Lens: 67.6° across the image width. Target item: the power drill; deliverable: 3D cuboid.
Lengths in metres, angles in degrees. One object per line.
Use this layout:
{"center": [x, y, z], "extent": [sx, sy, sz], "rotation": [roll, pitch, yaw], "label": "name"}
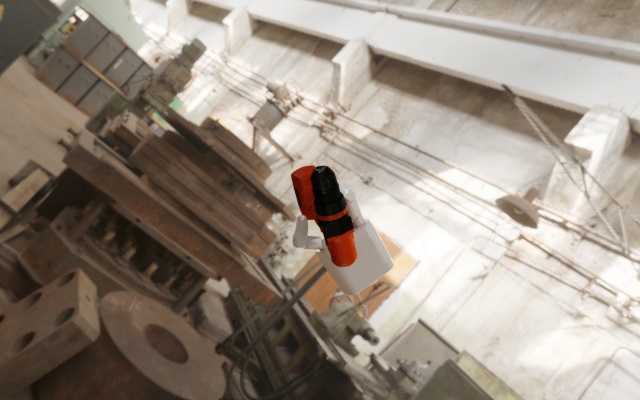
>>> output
{"center": [0.000, 0.003, 0.832], "extent": [0.057, 0.184, 0.187], "rotation": [-18, 27, -9], "label": "power drill"}
